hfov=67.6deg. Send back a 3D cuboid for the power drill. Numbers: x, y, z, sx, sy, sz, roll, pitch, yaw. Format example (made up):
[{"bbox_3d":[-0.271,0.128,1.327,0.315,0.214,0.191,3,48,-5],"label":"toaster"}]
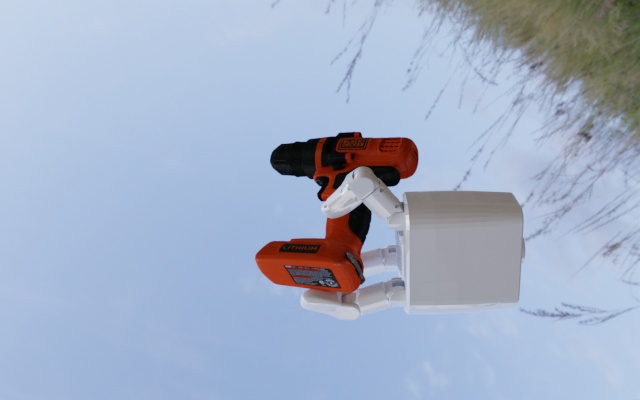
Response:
[{"bbox_3d":[0.000,0.002,0.516,0.184,0.187,0.057,0,-39,29],"label":"power drill"}]
